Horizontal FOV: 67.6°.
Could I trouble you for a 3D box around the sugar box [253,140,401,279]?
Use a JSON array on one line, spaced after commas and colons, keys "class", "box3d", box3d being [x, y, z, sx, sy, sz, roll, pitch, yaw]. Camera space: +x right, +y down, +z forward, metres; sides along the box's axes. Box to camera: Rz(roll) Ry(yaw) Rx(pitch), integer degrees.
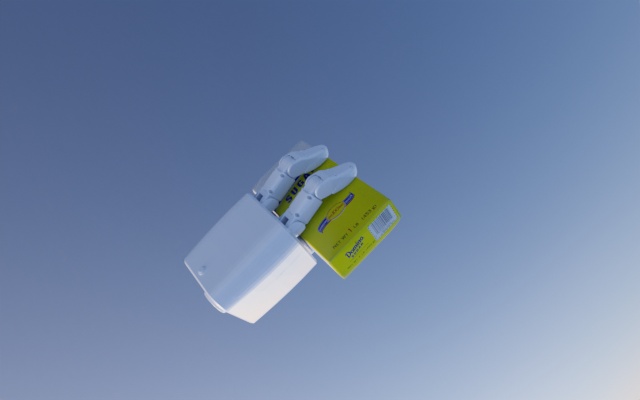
[{"class": "sugar box", "box3d": [0.000, 0.002, 0.553, 0.176, 0.093, 0.048, 38, -10, 43]}]
